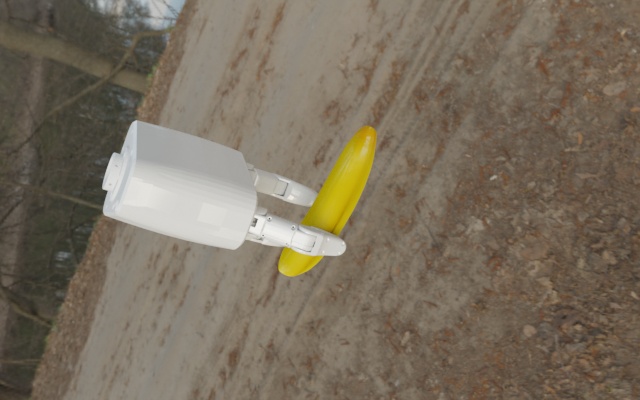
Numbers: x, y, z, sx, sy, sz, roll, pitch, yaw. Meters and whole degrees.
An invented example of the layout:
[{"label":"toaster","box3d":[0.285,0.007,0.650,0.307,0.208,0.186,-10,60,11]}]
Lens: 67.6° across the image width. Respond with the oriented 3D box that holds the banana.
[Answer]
[{"label":"banana","box3d":[0.001,0.015,0.485,0.037,0.198,0.069,21,31,-23]}]
